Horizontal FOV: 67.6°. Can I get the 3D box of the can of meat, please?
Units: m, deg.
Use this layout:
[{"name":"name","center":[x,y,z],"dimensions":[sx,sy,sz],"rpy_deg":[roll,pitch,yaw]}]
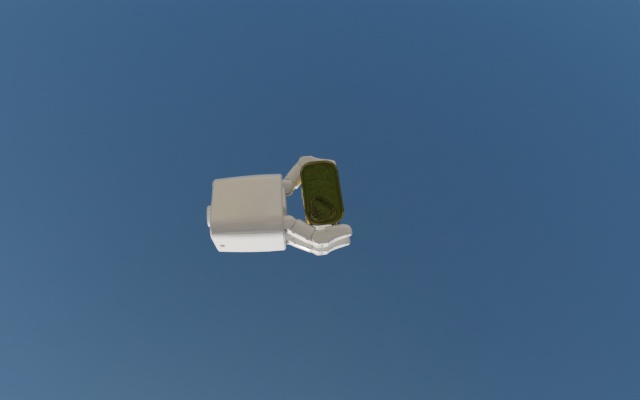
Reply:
[{"name":"can of meat","center":[0.000,0.002,0.740],"dimensions":[0.057,0.102,0.084],"rpy_deg":[-6,-22,-5]}]
